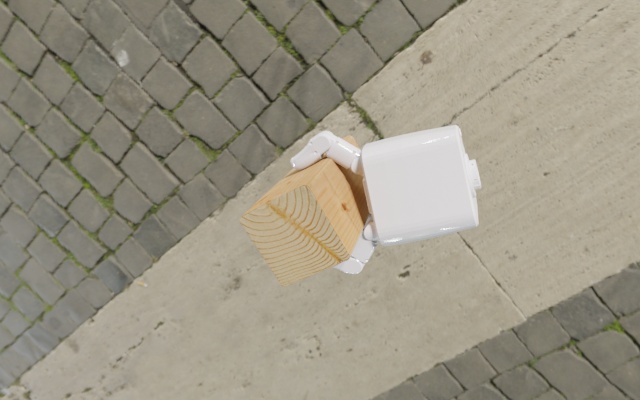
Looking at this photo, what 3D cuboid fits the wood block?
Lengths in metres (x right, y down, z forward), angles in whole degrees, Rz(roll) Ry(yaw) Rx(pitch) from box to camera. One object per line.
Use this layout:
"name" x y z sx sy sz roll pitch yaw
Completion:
"wood block" 0.000 0.002 0.575 0.090 0.091 0.206 -26 11 24
